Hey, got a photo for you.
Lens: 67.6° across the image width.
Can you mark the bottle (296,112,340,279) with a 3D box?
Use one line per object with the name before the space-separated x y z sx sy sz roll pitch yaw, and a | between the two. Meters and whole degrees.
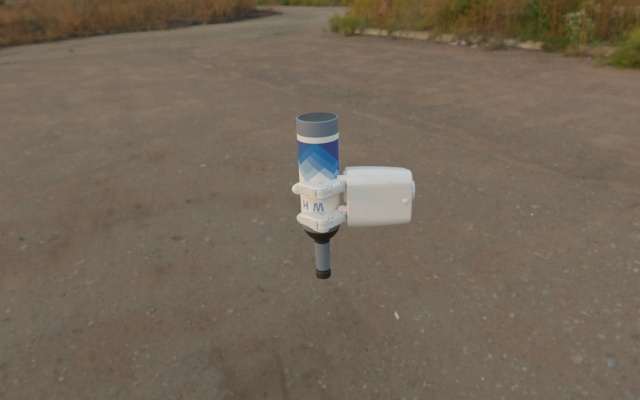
bottle | 0.000 0.002 0.813 0.069 0.296 0.069 -2 24 1
